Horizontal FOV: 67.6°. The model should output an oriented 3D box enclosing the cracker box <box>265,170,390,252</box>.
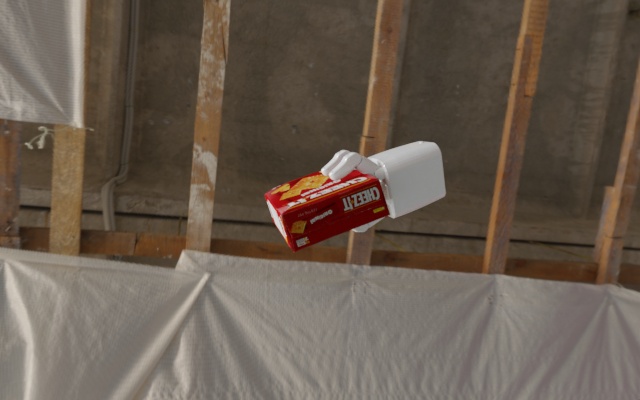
[{"bbox_3d":[0.000,0.003,0.818,0.164,0.072,0.213,-21,13,-9],"label":"cracker box"}]
